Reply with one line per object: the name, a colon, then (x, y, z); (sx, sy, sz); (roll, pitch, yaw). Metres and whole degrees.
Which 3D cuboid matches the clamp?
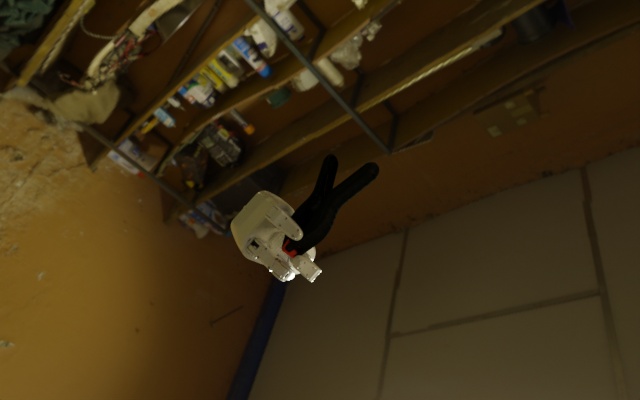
clamp: (0.000, 0.003, 0.678); (0.039, 0.171, 0.120); (43, -3, -25)
